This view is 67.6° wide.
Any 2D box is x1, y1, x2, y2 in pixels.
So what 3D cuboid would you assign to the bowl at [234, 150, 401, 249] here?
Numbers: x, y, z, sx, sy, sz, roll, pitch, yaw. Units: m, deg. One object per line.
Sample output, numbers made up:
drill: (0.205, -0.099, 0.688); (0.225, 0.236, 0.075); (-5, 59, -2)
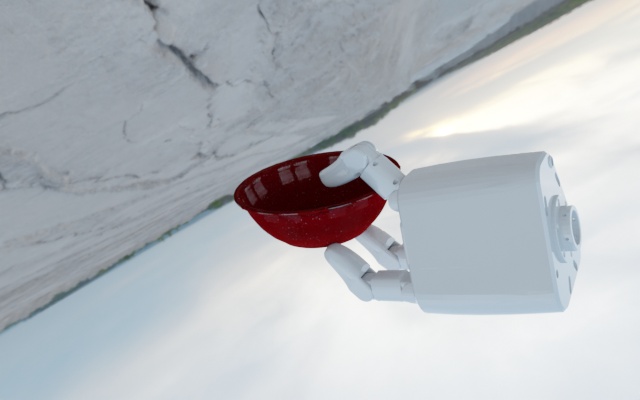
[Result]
bowl: (-0.001, 0.002, 0.470); (0.162, 0.055, 0.162); (-9, 22, 4)
